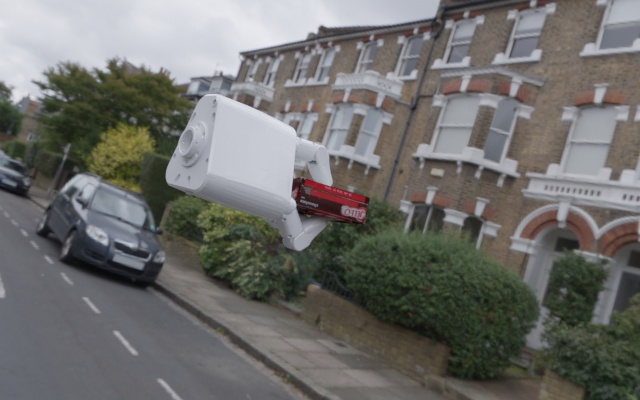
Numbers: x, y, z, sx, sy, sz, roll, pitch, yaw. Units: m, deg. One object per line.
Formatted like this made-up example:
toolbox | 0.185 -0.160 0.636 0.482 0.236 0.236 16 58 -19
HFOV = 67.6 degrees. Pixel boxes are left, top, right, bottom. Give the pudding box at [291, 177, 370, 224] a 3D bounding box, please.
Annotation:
pudding box | 0.000 0.002 0.602 0.090 0.039 0.113 17 -4 -15
